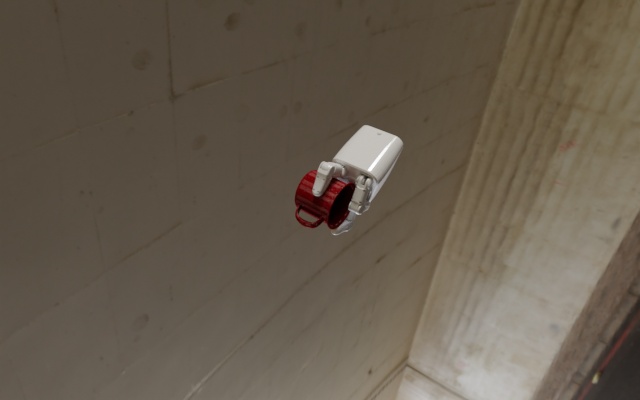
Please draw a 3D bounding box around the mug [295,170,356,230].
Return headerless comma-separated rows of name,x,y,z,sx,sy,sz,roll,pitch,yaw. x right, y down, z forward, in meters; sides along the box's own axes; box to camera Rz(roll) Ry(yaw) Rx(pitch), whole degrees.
mug,-0.001,0.004,0.872,0.081,0.117,0.093,26,-29,25
